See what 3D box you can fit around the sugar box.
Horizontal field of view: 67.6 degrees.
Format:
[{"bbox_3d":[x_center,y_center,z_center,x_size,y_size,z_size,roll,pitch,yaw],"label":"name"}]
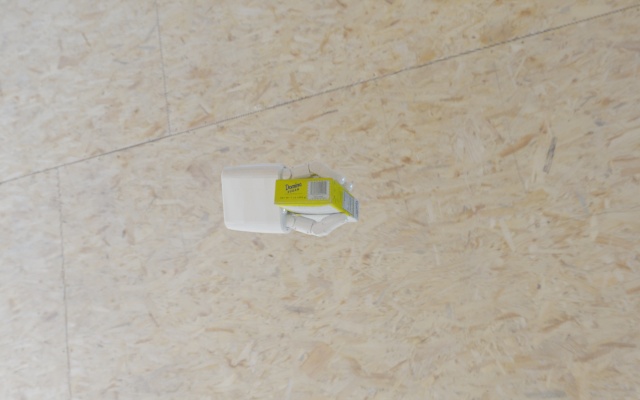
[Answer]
[{"bbox_3d":[0.000,0.002,0.784,0.093,0.048,0.176,0,-9,17],"label":"sugar box"}]
